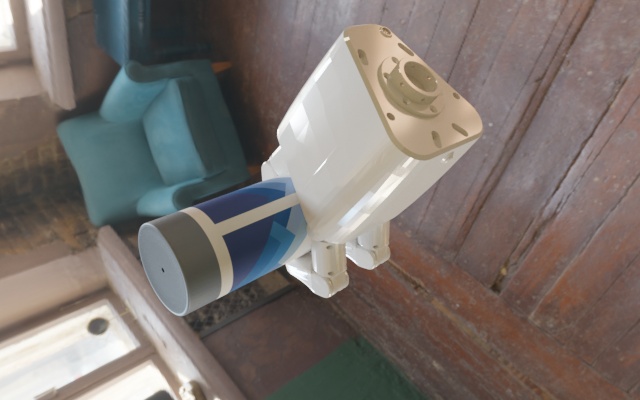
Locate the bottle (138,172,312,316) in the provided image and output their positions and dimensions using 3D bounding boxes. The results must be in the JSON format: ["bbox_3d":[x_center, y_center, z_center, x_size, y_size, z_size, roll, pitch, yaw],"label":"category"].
[{"bbox_3d":[0.000,0.001,0.408,0.295,0.069,0.069,-23,15,-39],"label":"bottle"}]
